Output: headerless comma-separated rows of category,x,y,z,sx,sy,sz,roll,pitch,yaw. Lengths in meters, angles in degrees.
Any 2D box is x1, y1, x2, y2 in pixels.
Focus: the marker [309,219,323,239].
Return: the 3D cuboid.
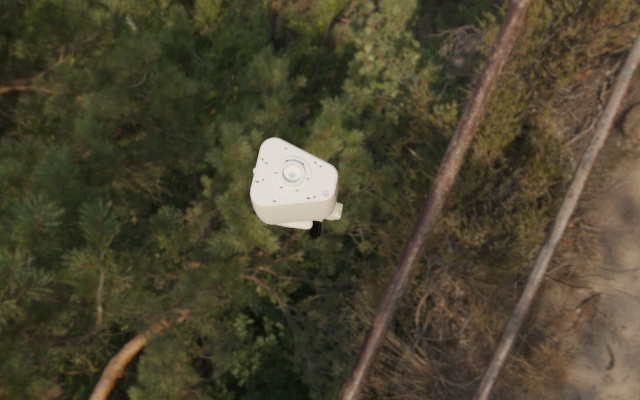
marker,0.000,0.003,0.767,0.020,0.121,0.020,10,-13,2
